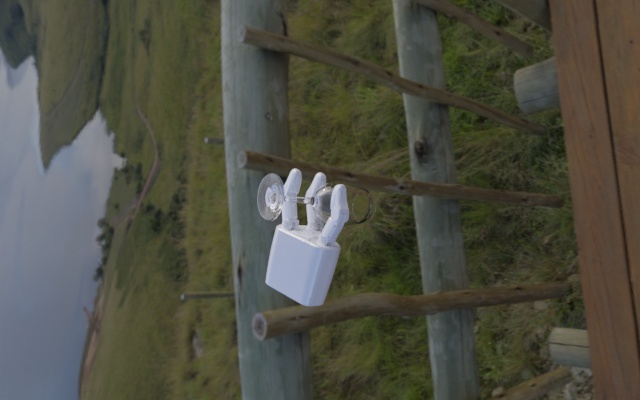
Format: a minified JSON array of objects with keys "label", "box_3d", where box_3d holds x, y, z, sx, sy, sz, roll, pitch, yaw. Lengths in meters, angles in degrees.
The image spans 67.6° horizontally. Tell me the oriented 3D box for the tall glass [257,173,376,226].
[{"label":"tall glass","box_3d":[0.000,0.002,0.792,0.201,0.079,0.079,5,-3,-38]}]
